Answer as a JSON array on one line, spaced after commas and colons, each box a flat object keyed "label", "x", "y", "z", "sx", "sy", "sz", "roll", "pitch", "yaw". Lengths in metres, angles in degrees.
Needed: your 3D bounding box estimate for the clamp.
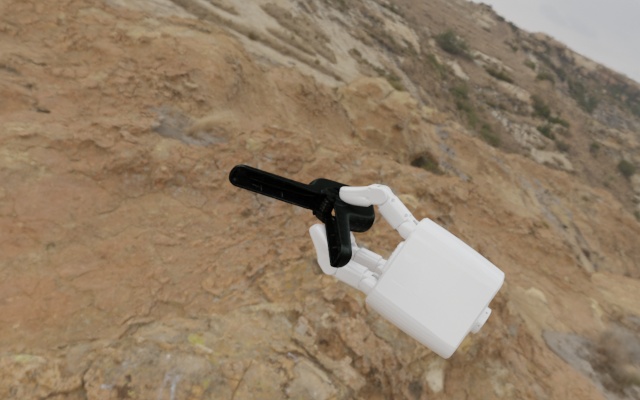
[{"label": "clamp", "x": 0.001, "y": 0.001, "z": 0.567, "sx": 0.164, "sy": 0.036, "sz": 0.210, "roll": 36, "pitch": 21, "yaw": 16}]
